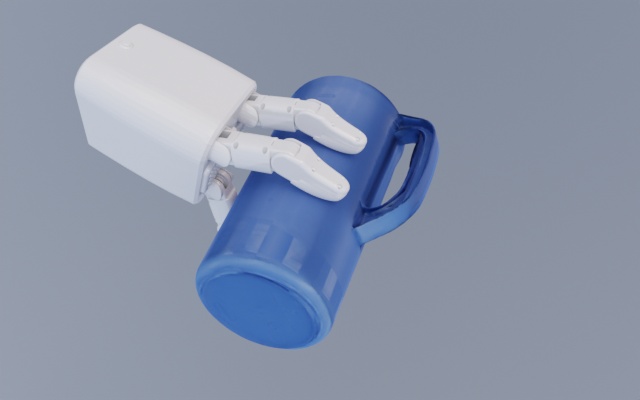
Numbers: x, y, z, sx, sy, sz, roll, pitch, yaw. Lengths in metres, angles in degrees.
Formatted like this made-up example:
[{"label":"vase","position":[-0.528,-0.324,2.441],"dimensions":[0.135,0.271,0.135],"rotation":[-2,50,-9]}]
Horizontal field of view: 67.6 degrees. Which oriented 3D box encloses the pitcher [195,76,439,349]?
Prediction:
[{"label":"pitcher","position":[0.000,0.001,0.423],"dimensions":[0.145,0.242,0.149],"rotation":[30,-44,-6]}]
